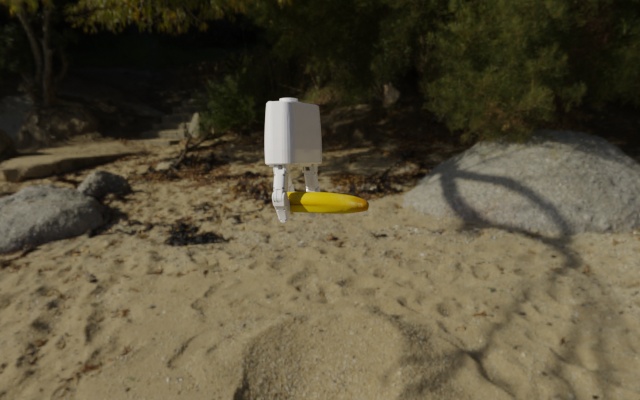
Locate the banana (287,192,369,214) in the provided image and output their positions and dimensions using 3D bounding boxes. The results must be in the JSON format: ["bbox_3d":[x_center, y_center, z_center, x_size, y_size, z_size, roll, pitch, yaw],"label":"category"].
[{"bbox_3d":[-0.014,0.003,0.830,0.198,0.037,0.069,1,2,38],"label":"banana"}]
